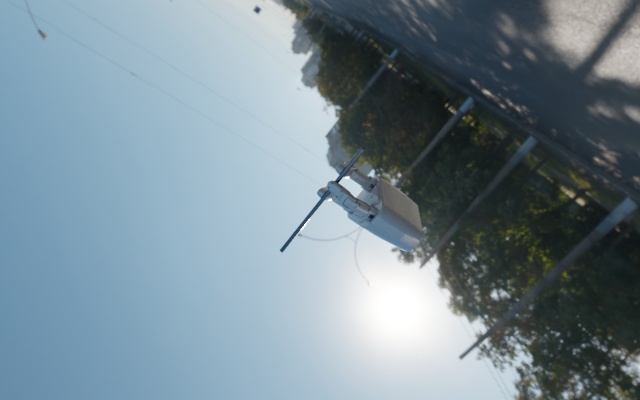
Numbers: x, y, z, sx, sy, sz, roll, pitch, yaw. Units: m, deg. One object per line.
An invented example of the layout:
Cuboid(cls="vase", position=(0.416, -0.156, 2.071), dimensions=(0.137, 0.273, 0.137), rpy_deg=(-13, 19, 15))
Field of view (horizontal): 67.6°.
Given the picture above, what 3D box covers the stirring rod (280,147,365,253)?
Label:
Cuboid(cls="stirring rod", position=(0.000, 0.003, 0.841), dimensions=(0.011, 0.239, 0.011), rpy_deg=(35, 17, -12))
